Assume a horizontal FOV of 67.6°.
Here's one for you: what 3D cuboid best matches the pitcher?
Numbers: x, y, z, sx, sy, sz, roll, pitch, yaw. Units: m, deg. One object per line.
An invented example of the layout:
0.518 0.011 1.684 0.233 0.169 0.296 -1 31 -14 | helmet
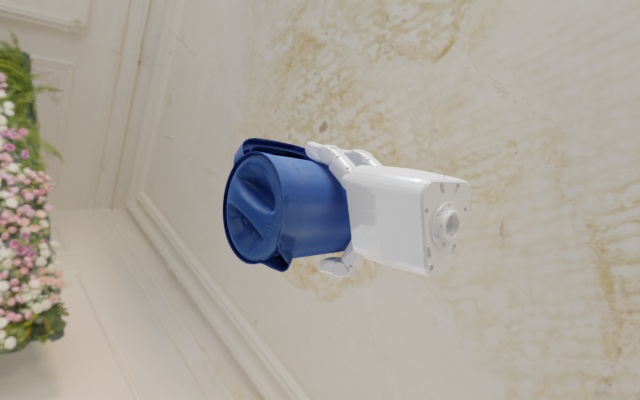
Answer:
0.000 0.002 0.639 0.243 0.149 0.145 2 8 -41 | pitcher
